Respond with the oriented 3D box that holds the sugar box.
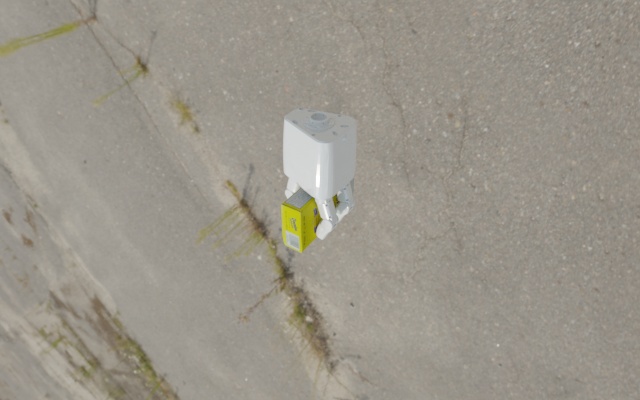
[{"bbox_3d":[0.001,0.003,0.840,0.048,0.093,0.176,24,44,26],"label":"sugar box"}]
